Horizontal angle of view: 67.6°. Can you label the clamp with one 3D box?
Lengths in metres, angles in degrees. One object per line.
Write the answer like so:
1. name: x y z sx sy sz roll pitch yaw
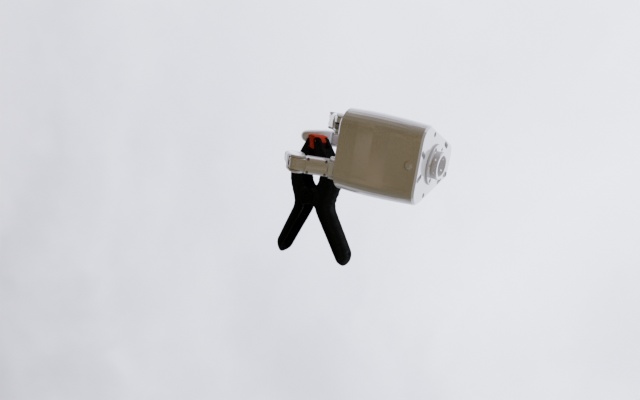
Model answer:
1. clamp: 0.000 0.002 0.630 0.120 0.171 0.039 17 17 30
